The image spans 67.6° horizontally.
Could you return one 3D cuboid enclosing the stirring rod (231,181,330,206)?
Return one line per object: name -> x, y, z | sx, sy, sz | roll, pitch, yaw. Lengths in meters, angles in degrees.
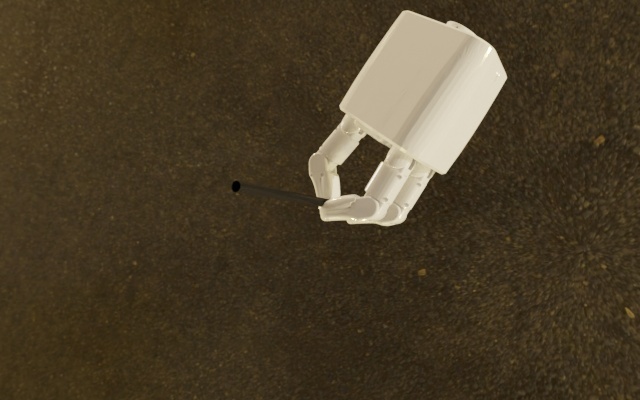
stirring rod -> 0.000, 0.001, 0.431 | 0.011, 0.011, 0.239 | 0, -5, 29
